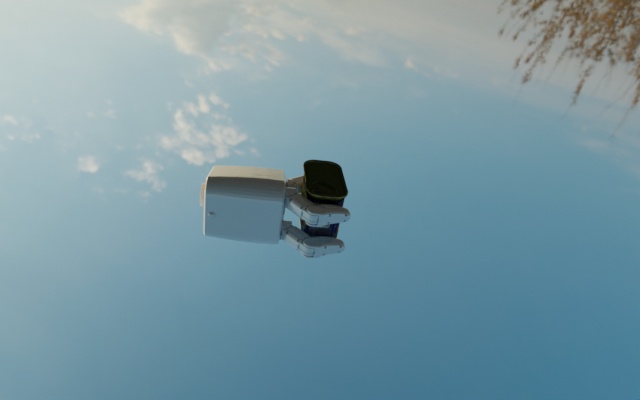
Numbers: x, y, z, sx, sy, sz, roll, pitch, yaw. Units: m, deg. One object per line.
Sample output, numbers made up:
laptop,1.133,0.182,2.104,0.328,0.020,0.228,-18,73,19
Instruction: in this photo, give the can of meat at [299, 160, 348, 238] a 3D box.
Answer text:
can of meat,0.000,0.002,0.689,0.057,0.084,0.102,4,32,-10
